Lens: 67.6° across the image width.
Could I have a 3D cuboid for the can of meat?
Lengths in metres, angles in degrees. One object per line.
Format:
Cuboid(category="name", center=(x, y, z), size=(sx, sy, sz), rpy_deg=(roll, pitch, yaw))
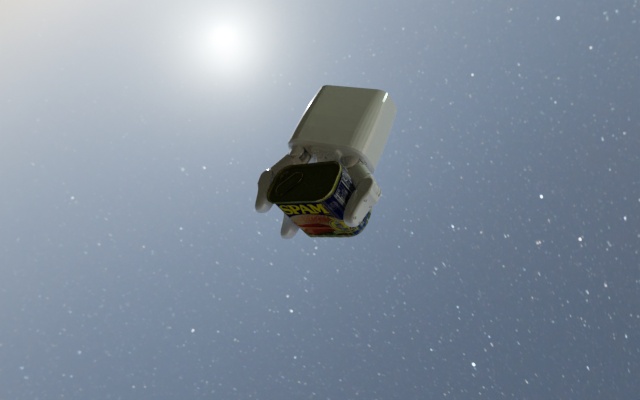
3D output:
Cuboid(category="can of meat", center=(0.000, 0.002, 0.582), size=(0.102, 0.057, 0.084), rpy_deg=(-2, -36, 39))
